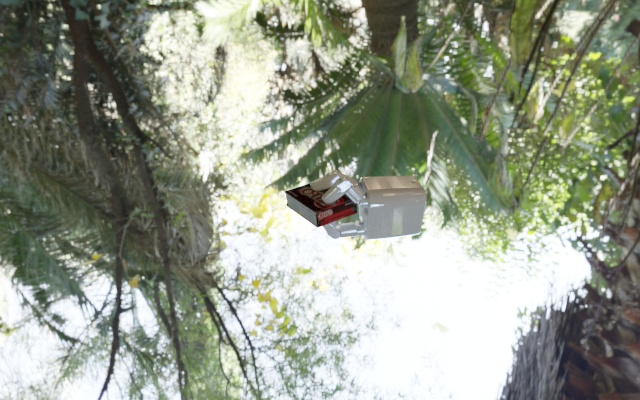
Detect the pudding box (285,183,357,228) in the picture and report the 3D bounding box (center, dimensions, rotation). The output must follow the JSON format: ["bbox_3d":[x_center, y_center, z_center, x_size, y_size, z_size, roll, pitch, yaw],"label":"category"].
[{"bbox_3d":[0.000,0.003,0.886,0.090,0.039,0.113,-18,28,-29],"label":"pudding box"}]
